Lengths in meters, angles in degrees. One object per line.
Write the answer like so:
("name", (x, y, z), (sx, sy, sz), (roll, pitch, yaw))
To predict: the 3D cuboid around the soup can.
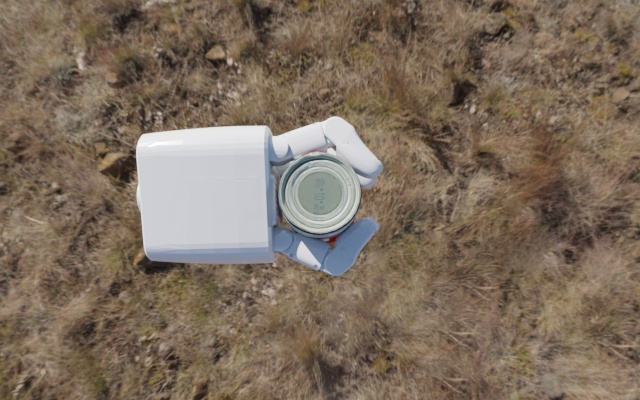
("soup can", (0.001, 0.001, 0.421), (0.068, 0.068, 0.102), (0, -9, 1))
